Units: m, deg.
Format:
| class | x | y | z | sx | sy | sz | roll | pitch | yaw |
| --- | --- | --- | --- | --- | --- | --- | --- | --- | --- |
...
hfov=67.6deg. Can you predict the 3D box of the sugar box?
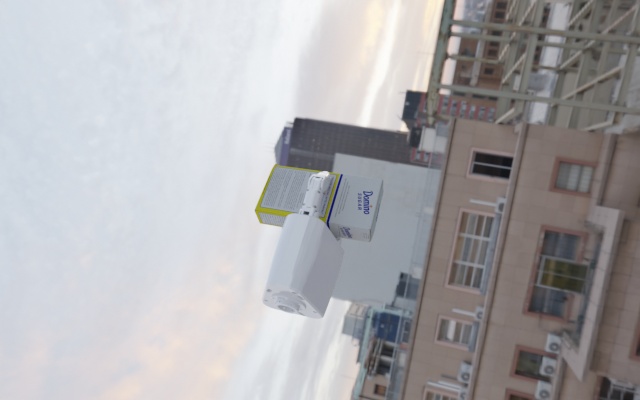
| class | x | y | z | sx | sy | sz | roll | pitch | yaw |
| --- | --- | --- | --- | --- | --- | --- | --- | --- | --- |
| sugar box | 0.000 | 0.003 | 0.721 | 0.176 | 0.093 | 0.048 | 11 | -32 | 12 |
